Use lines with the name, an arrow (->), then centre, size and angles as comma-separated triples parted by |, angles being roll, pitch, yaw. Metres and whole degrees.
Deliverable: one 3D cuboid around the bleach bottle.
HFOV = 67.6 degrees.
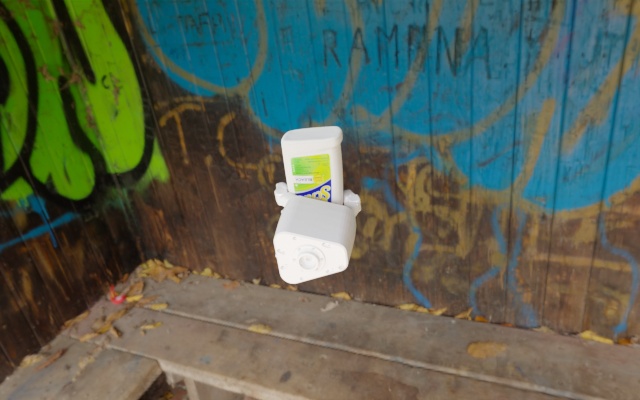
bleach bottle -> 0.000, 0.003, 0.825 | 0.102, 0.251, 0.068 | -3, 28, 11
